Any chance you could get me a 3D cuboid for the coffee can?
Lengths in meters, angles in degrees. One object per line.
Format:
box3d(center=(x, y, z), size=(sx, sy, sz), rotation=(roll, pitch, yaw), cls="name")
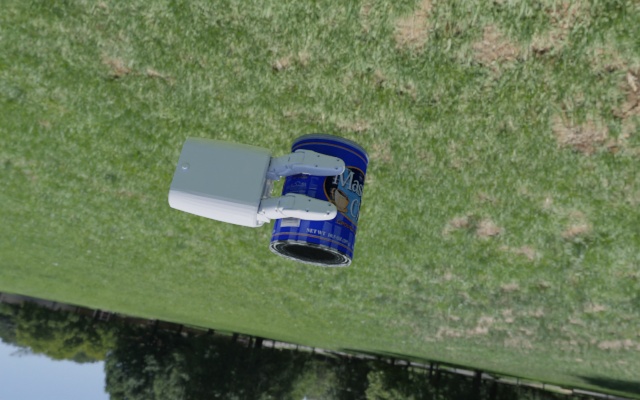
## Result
box3d(center=(0.000, 0.002, 0.599), size=(0.103, 0.140, 0.103), rotation=(10, -19, 3), cls="coffee can")
